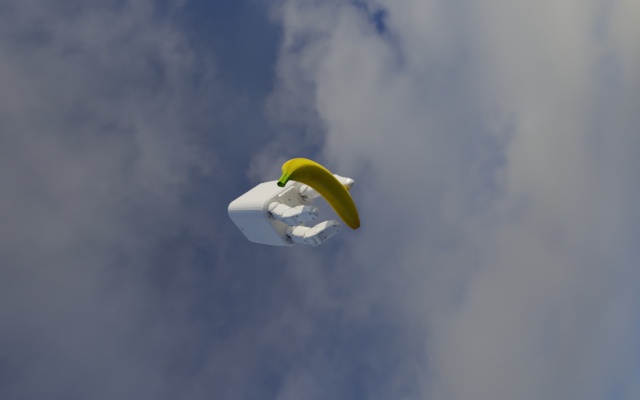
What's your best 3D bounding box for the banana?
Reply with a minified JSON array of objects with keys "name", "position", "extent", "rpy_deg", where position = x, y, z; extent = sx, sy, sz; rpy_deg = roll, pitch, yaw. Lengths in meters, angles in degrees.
[{"name":"banana","position":[0.001,-0.016,0.733],"extent":[0.037,0.069,0.198],"rpy_deg":[-5,-24,41]}]
